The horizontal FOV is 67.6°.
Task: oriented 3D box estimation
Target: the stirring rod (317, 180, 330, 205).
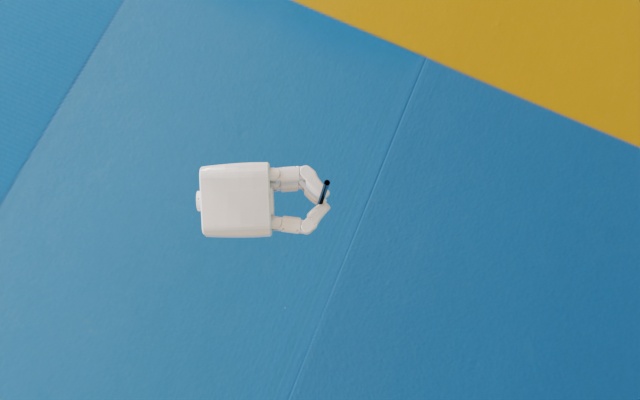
[{"bbox_3d":[0.000,0.003,0.754,0.011,0.011,0.239,0,-13,-4],"label":"stirring rod"}]
